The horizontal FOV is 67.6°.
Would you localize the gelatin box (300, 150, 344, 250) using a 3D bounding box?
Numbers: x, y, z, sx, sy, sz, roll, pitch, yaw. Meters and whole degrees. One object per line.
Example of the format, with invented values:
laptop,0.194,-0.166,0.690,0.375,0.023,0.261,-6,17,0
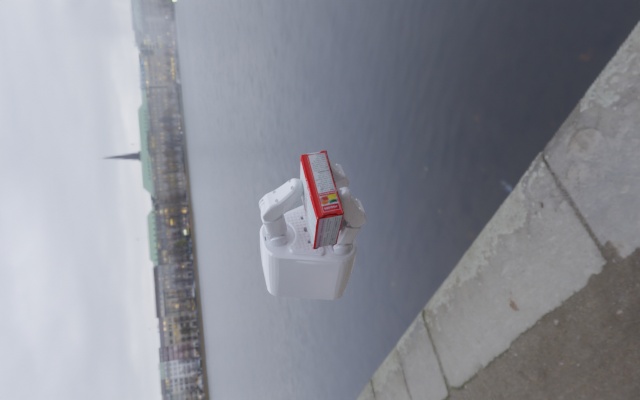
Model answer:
gelatin box,0.000,0.002,0.504,0.030,0.073,0.089,-11,-25,-8
